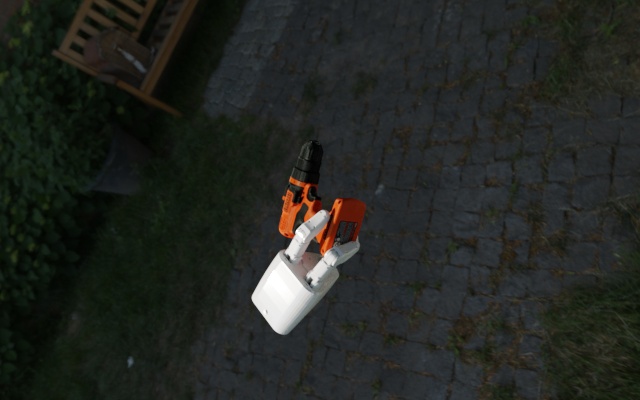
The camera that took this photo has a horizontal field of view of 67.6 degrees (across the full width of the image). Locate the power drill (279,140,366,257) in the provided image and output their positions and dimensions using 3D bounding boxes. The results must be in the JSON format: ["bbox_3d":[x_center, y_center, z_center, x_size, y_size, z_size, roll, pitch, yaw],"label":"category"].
[{"bbox_3d":[0.000,0.003,0.816,0.057,0.184,0.187,6,17,-31],"label":"power drill"}]
